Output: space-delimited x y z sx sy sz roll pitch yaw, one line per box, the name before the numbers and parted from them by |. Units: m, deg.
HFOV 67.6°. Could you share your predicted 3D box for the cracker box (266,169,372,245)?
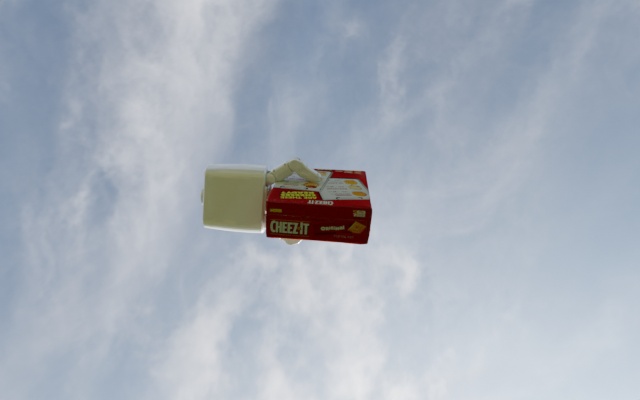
cracker box | 0.000 0.002 0.831 0.164 0.072 0.213 3 19 1
